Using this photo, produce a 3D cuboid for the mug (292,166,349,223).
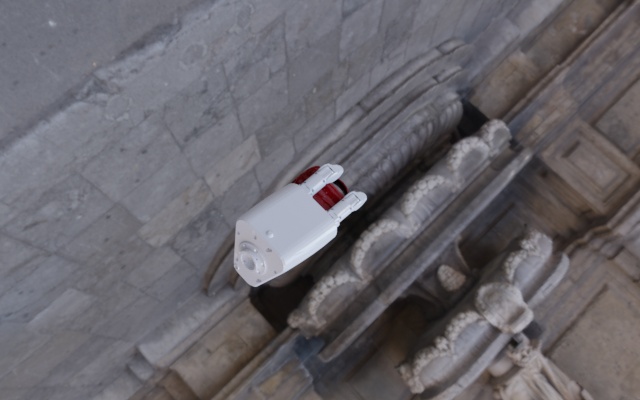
[{"bbox_3d":[0.001,0.002,0.741,0.117,0.081,0.093,-34,-15,-41],"label":"mug"}]
